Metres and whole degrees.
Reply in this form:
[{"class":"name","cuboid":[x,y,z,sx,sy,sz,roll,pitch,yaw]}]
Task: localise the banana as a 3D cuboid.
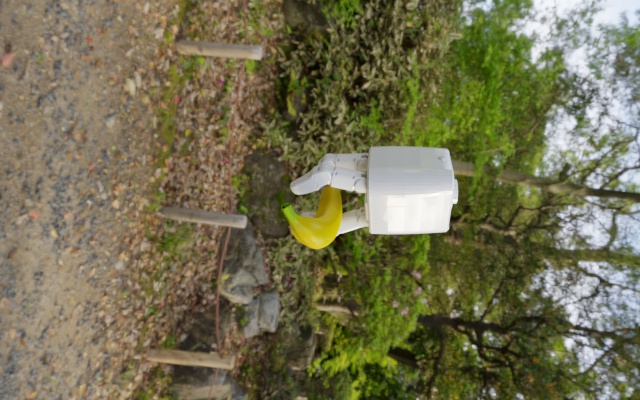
[{"class":"banana","cuboid":[0.002,0.021,0.615,0.037,0.069,0.198,-7,7,16]}]
